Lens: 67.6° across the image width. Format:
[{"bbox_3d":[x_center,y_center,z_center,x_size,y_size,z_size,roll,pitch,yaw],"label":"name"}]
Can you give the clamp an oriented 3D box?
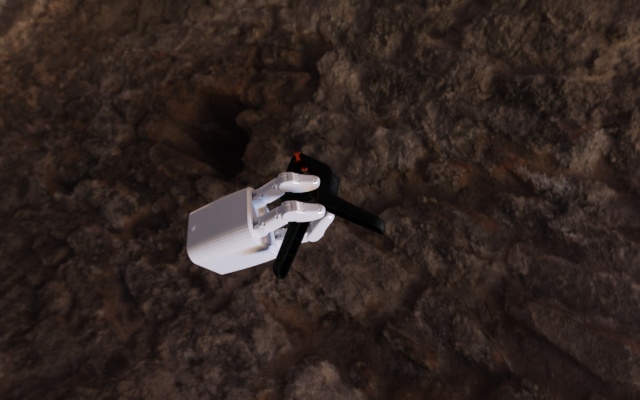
[{"bbox_3d":[0.000,0.002,0.699,0.164,0.209,0.036,-19,-42,11],"label":"clamp"}]
